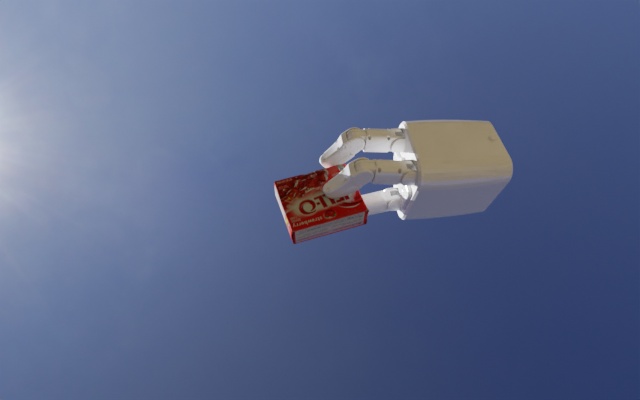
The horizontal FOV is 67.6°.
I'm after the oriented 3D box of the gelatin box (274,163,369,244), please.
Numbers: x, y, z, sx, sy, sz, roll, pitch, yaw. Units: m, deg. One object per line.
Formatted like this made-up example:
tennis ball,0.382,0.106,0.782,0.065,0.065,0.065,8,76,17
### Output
gelatin box,0.000,0.002,0.537,0.089,0.073,0.030,-15,-36,-11
